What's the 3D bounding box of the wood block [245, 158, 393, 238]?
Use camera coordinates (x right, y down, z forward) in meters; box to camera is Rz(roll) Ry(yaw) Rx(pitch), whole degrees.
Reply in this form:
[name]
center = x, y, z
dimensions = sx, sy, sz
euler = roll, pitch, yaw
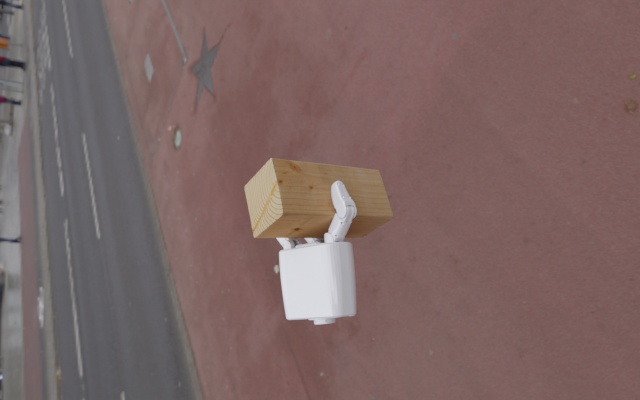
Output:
[wood block]
center = 0.000, 0.003, 0.744
dimensions = 0.206, 0.090, 0.091
euler = 3, -28, -36
